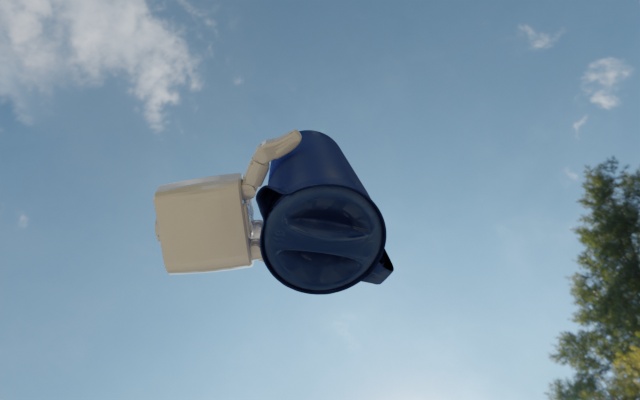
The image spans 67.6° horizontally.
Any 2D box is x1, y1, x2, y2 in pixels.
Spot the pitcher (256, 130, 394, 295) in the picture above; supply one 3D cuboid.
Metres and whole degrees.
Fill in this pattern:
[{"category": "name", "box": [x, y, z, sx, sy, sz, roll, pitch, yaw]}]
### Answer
[{"category": "pitcher", "box": [0.000, 0.002, 0.601, 0.145, 0.149, 0.242, -8, 25, -2]}]
